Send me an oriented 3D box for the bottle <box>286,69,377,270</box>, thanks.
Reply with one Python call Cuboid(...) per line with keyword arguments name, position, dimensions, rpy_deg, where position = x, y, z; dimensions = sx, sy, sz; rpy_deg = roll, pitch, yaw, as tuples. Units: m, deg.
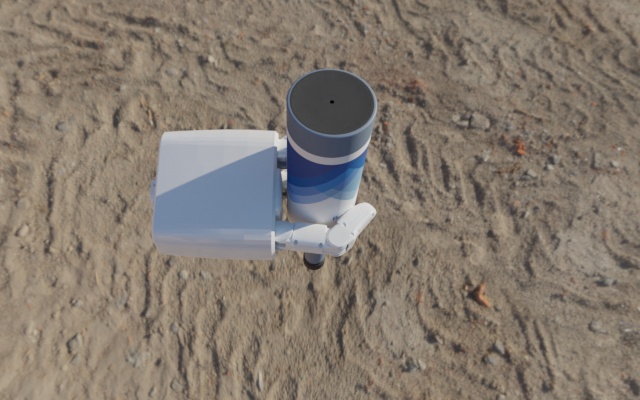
Cuboid(name="bottle", position=(0.000, 0.001, 0.473), dimensions=(0.069, 0.069, 0.296), rpy_deg=(0, -30, -4))
